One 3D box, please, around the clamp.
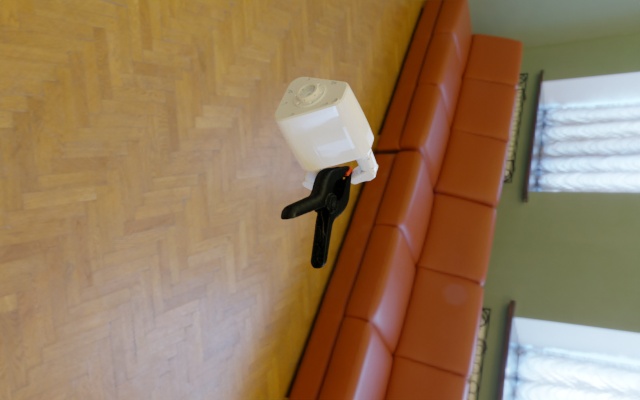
[{"bbox_3d":[0.001,0.002,0.719,0.039,0.171,0.120,2,-35,29],"label":"clamp"}]
